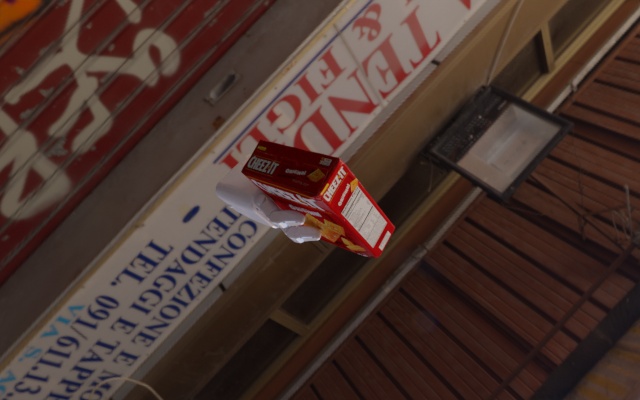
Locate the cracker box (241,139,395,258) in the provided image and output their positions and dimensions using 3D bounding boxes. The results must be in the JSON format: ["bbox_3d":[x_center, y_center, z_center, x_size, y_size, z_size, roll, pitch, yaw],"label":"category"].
[{"bbox_3d":[0.000,0.002,0.758,0.164,0.072,0.214,17,-19,39],"label":"cracker box"}]
